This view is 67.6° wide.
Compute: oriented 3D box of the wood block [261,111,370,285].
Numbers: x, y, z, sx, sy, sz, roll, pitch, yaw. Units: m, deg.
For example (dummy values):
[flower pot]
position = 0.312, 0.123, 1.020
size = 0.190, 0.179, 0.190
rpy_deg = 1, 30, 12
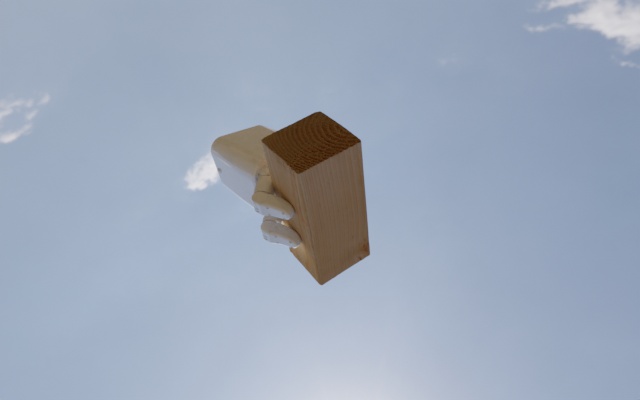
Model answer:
[wood block]
position = 0.000, 0.002, 0.632
size = 0.091, 0.206, 0.090
rpy_deg = -30, 47, -20
